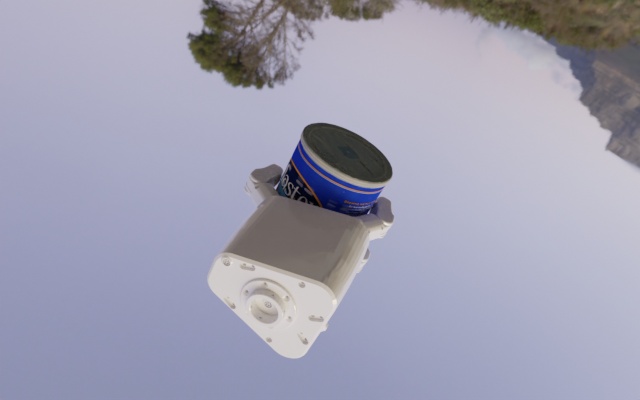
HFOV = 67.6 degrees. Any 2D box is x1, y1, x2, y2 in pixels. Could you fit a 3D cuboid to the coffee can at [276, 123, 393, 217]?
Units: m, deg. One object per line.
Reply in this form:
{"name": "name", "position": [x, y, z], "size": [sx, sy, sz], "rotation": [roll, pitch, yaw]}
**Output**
{"name": "coffee can", "position": [0.000, 0.001, 0.522], "size": [0.103, 0.140, 0.102], "rotation": [21, 32, -14]}
